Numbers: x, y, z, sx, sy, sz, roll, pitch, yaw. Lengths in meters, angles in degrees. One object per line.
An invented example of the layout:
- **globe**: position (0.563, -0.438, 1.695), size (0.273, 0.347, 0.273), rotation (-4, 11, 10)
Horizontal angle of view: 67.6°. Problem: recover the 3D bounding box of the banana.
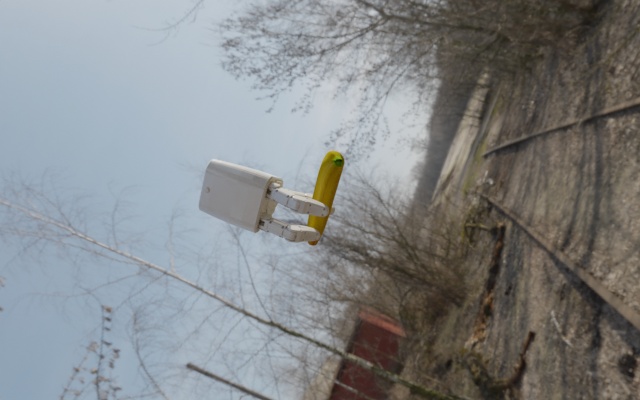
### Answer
- **banana**: position (0.006, -0.012, 0.771), size (0.037, 0.198, 0.069), rotation (18, 44, 4)
